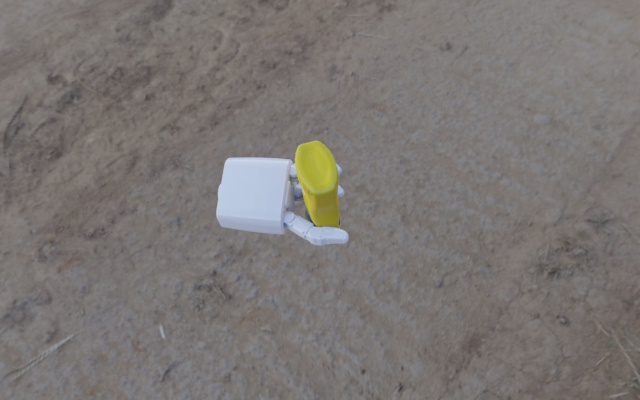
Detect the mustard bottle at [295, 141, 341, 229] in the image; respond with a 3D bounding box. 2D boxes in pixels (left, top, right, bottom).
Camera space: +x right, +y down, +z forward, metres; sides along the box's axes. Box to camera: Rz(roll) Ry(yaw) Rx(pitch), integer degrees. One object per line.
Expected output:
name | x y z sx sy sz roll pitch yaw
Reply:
mustard bottle | 0.000 0.002 0.745 0.058 0.096 0.192 -16 -33 -6
